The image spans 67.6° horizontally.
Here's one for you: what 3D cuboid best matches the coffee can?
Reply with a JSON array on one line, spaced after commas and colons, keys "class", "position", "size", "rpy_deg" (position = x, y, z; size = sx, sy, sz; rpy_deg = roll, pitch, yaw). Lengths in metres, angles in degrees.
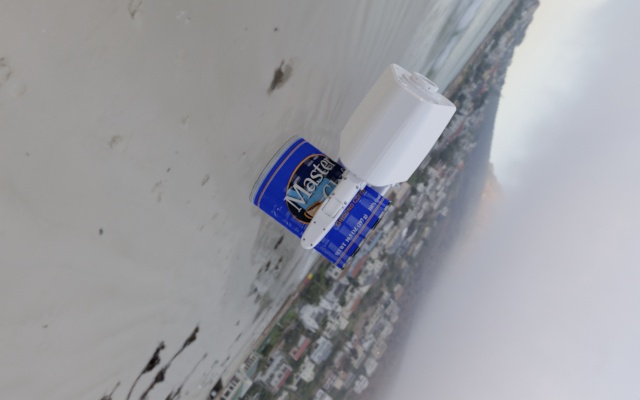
[{"class": "coffee can", "position": [0.000, 0.002, 0.579], "size": [0.140, 0.103, 0.103], "rpy_deg": [36, 3, 4]}]
